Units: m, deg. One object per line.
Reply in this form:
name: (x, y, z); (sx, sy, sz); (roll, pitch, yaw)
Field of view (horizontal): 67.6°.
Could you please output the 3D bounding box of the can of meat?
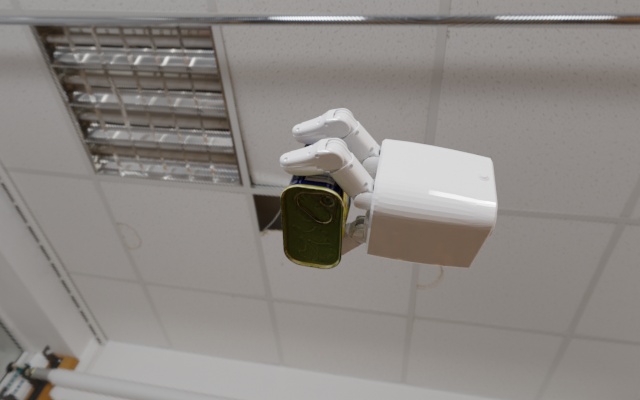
can of meat: (0.000, 0.001, 0.471); (0.057, 0.102, 0.084); (8, 41, 9)
